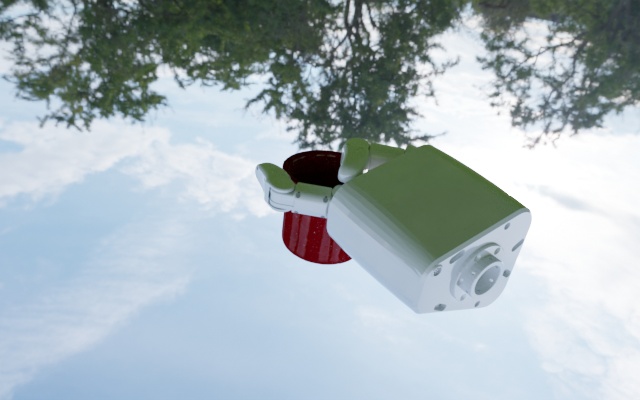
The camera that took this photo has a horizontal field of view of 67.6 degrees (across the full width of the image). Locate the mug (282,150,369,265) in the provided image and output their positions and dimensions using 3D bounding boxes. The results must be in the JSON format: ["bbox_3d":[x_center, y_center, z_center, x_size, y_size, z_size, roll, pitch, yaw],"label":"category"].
[{"bbox_3d":[-0.001,0.001,0.467,0.093,0.081,0.117,-10,34,-30],"label":"mug"}]
